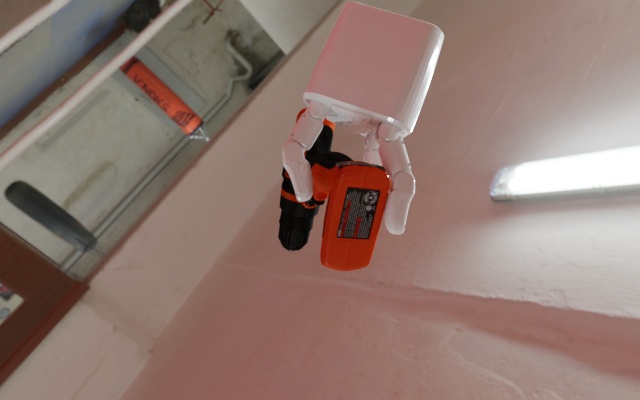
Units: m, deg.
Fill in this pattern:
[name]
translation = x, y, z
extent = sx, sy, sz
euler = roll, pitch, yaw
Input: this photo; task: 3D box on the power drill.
[power drill]
translation = 0.000, 0.002, 0.529
extent = 0.057, 0.184, 0.187
euler = 2, 20, -22
